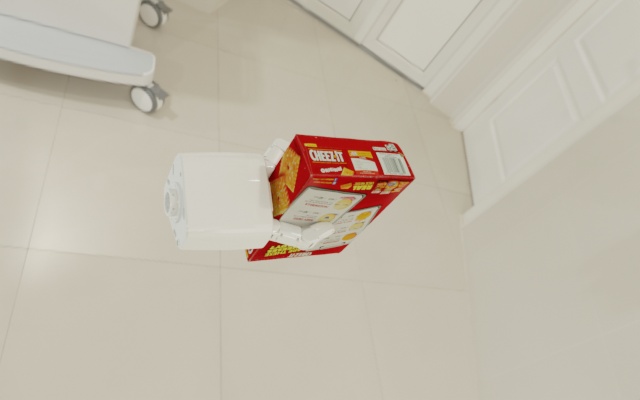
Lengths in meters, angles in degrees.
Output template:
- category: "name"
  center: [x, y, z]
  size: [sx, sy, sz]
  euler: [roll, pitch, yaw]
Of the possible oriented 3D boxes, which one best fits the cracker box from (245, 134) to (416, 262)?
- category: "cracker box"
  center: [0.000, 0.002, 0.665]
  size: [0.164, 0.072, 0.214]
  euler: [-1, -32, -32]
